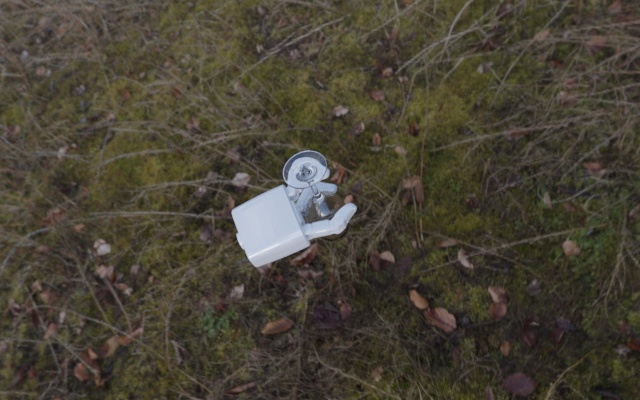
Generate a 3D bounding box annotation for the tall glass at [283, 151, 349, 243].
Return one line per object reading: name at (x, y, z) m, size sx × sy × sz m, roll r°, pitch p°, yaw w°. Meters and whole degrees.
tall glass at (0.000, 0.002, 0.842) m, size 0.079 × 0.079 × 0.201 m, roll 0°, pitch -32°, yaw 18°
